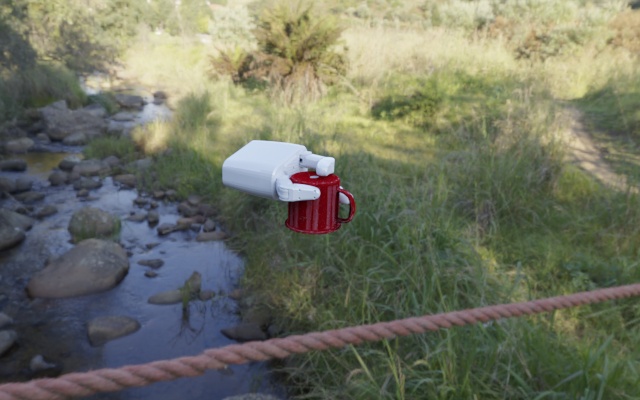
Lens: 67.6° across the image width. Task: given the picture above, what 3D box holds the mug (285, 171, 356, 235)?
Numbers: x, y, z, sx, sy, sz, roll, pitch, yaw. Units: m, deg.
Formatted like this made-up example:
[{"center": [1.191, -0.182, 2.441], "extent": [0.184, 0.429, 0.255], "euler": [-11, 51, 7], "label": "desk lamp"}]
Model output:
[{"center": [0.001, 0.003, 0.764], "extent": [0.117, 0.081, 0.093], "euler": [11, 20, 25], "label": "mug"}]
